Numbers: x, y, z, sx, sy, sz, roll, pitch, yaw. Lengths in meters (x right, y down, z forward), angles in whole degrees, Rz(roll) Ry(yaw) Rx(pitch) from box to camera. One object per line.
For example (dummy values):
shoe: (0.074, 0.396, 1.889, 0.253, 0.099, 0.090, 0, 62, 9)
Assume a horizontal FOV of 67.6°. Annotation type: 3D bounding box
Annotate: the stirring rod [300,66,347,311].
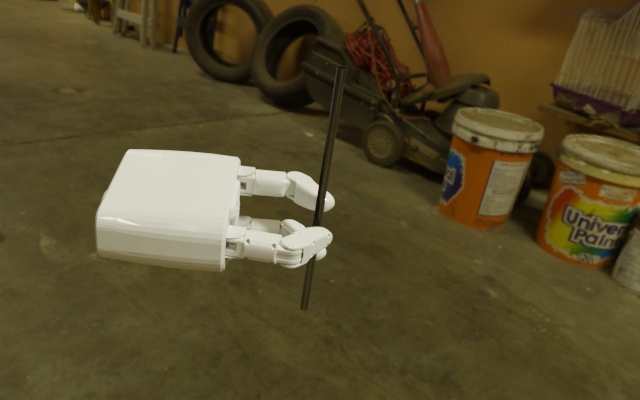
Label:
stirring rod: (0.000, 0.002, 0.432, 0.011, 0.240, 0.011, 7, 25, -3)
